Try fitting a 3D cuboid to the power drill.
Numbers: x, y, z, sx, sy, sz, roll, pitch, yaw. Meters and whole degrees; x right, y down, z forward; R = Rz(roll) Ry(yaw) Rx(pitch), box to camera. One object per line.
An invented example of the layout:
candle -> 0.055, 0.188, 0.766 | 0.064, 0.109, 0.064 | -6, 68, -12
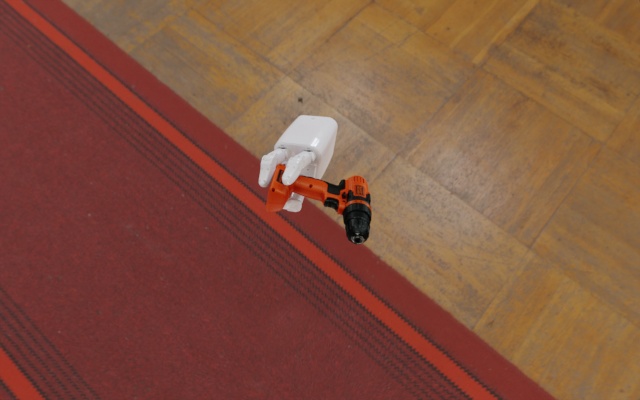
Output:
power drill -> 0.000, 0.003, 0.860 | 0.187, 0.057, 0.184 | 13, 31, -5
